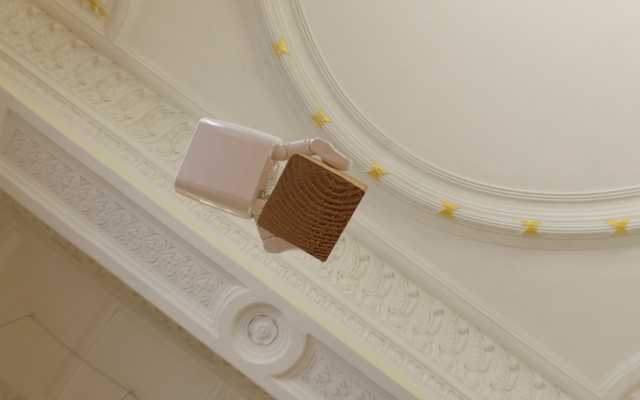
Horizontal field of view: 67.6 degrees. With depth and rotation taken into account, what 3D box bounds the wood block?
[{"bbox_3d":[0.000,0.002,0.606,0.090,0.091,0.206,29,6,4],"label":"wood block"}]
